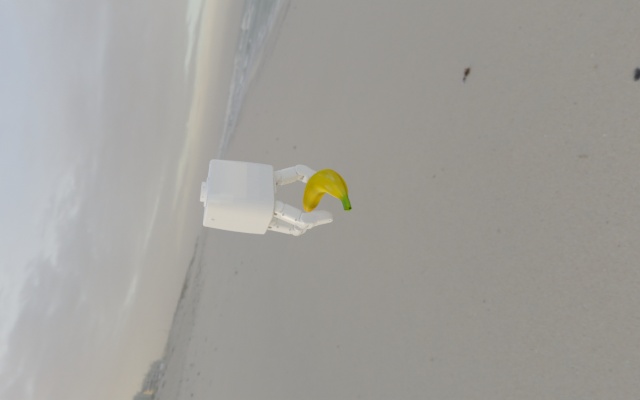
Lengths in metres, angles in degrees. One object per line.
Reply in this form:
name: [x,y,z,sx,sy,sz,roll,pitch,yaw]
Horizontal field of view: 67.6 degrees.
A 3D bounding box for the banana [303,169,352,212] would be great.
banana: [0.002,-0.016,0.794,0.037,0.069,0.198,4,-3,-18]
